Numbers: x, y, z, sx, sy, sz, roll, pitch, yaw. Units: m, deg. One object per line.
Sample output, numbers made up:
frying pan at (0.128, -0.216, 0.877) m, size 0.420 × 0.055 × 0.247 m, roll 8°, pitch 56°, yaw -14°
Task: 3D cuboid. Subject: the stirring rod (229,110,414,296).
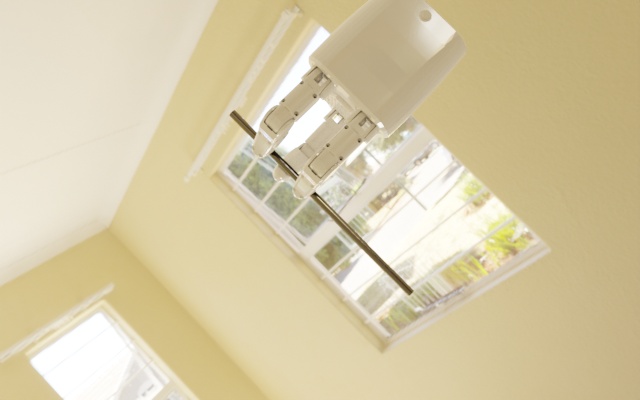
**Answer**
stirring rod at (0.000, 0.002, 0.452) m, size 0.011 × 0.239 × 0.011 m, roll -45°, pitch -3°, yaw -3°
